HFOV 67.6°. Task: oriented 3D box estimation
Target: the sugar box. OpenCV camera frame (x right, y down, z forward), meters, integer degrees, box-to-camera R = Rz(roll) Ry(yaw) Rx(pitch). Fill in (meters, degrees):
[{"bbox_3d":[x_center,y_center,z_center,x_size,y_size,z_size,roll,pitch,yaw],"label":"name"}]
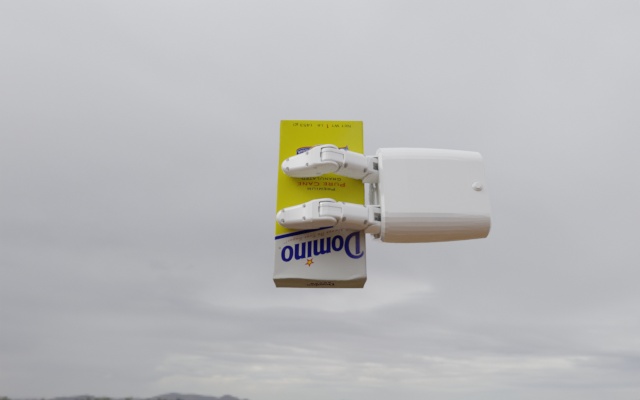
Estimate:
[{"bbox_3d":[0.000,0.001,0.500,0.093,0.176,0.048,0,-23,0],"label":"sugar box"}]
